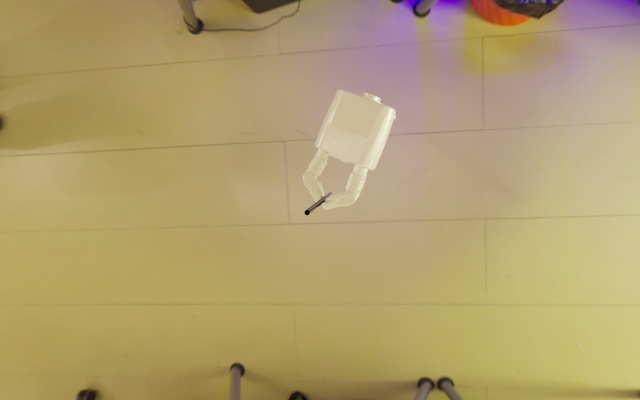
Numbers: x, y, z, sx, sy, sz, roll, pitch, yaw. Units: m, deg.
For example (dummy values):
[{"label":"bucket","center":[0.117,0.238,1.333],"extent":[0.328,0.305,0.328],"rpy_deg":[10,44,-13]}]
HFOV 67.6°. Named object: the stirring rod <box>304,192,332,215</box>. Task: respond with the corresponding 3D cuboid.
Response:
[{"label":"stirring rod","center":[0.000,0.002,0.781],"extent":[0.011,0.011,0.239],"rpy_deg":[0,7,9]}]
